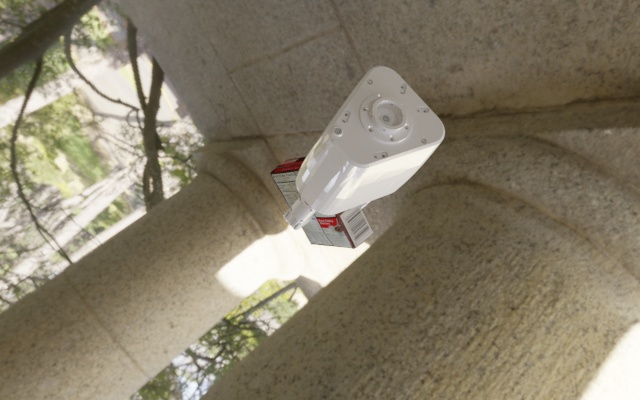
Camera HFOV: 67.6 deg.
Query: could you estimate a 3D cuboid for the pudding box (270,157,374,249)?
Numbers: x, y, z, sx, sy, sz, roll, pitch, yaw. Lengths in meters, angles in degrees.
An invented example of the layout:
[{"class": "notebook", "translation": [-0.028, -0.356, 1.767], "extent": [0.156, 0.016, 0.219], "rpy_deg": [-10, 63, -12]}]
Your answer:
[{"class": "pudding box", "translation": [0.000, 0.002, 0.566], "extent": [0.039, 0.113, 0.090], "rpy_deg": [-38, 21, -30]}]
